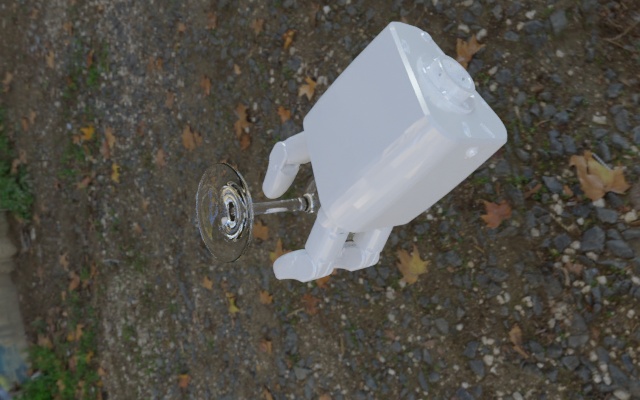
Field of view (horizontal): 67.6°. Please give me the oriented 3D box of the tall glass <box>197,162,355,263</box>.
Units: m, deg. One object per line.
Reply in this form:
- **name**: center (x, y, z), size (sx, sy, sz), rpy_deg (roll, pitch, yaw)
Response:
- **tall glass**: center (-0.001, 0.001, 0.418), size (0.201, 0.079, 0.079), rpy_deg (-6, 4, -43)
